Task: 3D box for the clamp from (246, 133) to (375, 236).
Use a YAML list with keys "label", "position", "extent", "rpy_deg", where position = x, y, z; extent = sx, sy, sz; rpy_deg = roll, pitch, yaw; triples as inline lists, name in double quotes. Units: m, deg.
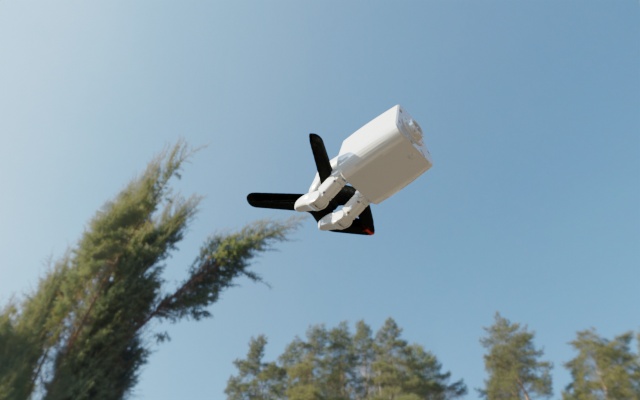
- label: "clamp"
  position: [0.001, 0.002, 0.756]
  extent: [0.164, 0.036, 0.210]
  rpy_deg: [-34, -55, 27]
